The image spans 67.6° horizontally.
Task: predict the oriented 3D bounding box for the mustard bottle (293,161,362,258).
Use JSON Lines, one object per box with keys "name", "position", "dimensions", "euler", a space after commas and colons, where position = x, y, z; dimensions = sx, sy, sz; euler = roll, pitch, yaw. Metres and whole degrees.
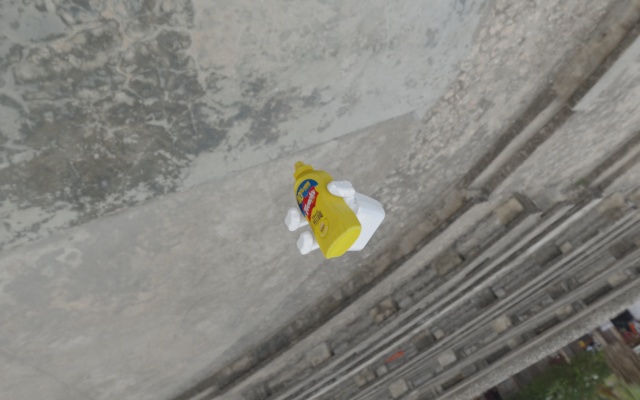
{"name": "mustard bottle", "position": [0.000, 0.003, 0.871], "dimensions": [0.058, 0.191, 0.096], "euler": [-8, -34, -35]}
